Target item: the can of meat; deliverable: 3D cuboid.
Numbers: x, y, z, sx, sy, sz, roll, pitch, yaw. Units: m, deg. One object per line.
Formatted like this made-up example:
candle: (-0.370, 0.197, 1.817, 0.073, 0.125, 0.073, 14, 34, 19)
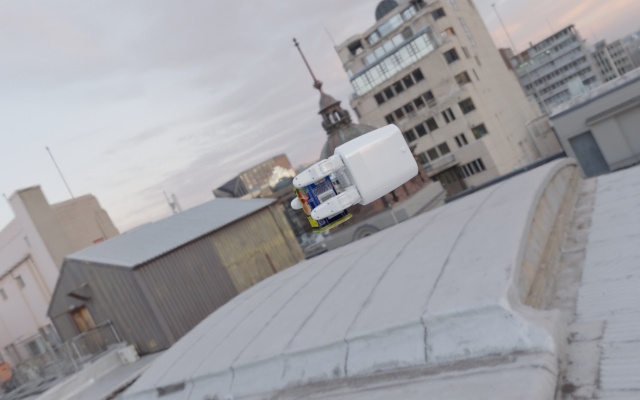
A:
can of meat: (0.000, 0.002, 0.762, 0.057, 0.084, 0.102, -27, 1, -10)
